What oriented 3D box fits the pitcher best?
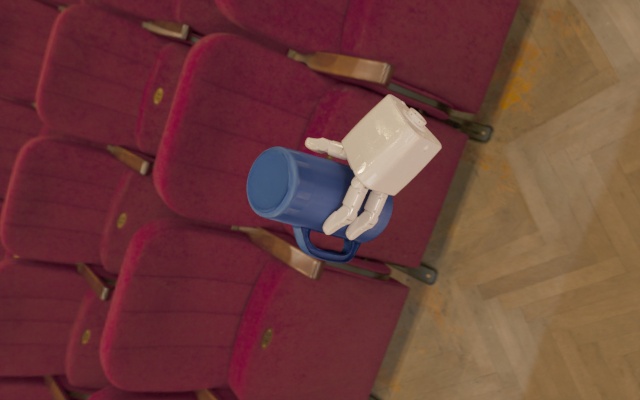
[{"bbox_3d":[0.000,0.002,0.780,0.145,0.149,0.243,-44,-35,25],"label":"pitcher"}]
